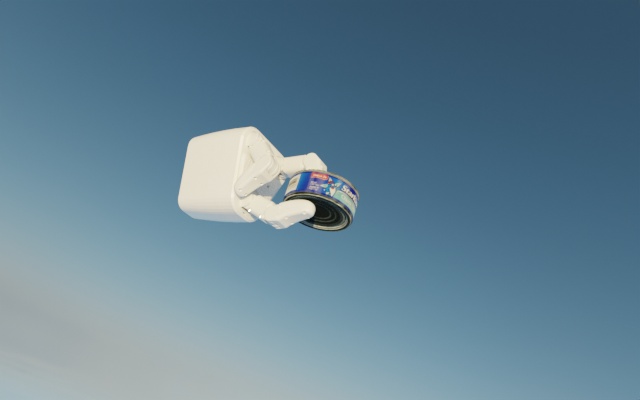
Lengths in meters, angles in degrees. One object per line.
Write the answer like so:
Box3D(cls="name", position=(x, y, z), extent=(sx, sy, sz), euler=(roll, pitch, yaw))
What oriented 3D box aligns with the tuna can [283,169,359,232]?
Box3D(cls="tuna can", position=(0.000, 0.002, 0.560), extent=(0.086, 0.033, 0.086), euler=(13, -30, 8))
